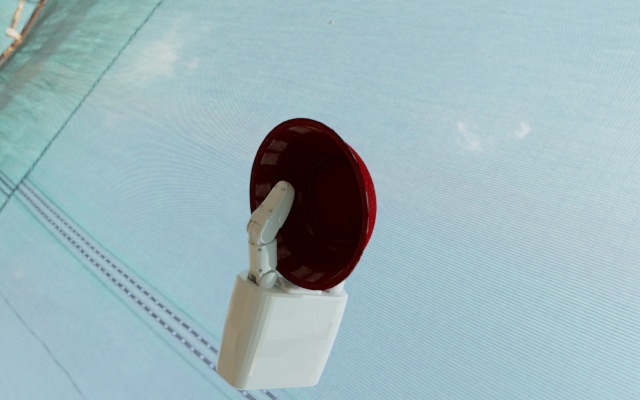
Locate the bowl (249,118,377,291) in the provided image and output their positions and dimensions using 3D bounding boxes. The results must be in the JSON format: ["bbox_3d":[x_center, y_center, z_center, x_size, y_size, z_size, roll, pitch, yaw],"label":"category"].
[{"bbox_3d":[0.001,0.000,0.460,0.055,0.162,0.162,-10,7,-43],"label":"bowl"}]
